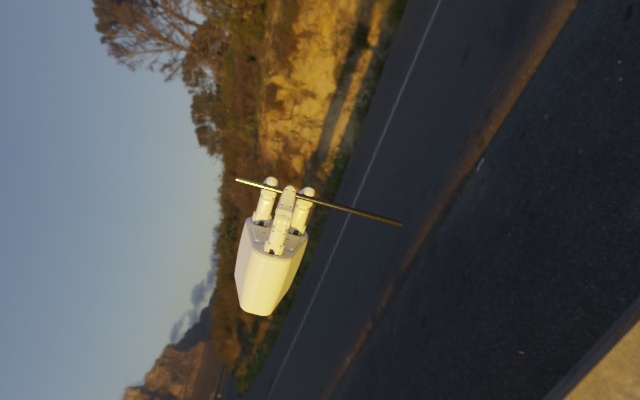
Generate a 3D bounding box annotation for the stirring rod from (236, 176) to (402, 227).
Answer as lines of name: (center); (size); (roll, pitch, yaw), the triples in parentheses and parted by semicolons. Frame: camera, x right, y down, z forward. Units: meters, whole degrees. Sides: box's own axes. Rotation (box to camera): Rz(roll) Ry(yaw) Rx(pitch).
stirring rod: (0.000, 0.002, 0.668); (0.239, 0.011, 0.011); (15, -2, -6)
